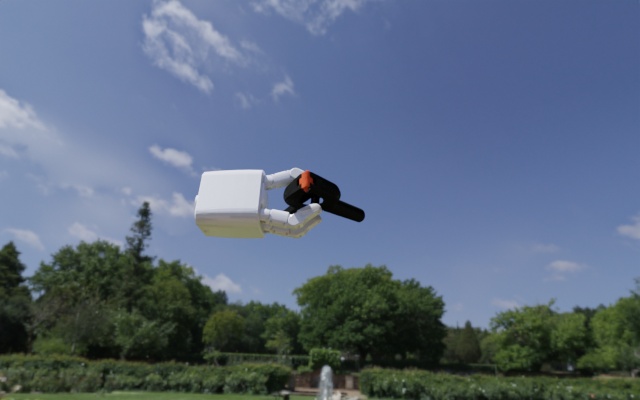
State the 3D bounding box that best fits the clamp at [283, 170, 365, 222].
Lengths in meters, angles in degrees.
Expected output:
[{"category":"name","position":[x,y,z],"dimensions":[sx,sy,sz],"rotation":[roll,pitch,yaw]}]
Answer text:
[{"category":"clamp","position":[0.000,0.002,0.821],"dimensions":[0.164,0.036,0.210],"rotation":[-2,-20,0]}]
